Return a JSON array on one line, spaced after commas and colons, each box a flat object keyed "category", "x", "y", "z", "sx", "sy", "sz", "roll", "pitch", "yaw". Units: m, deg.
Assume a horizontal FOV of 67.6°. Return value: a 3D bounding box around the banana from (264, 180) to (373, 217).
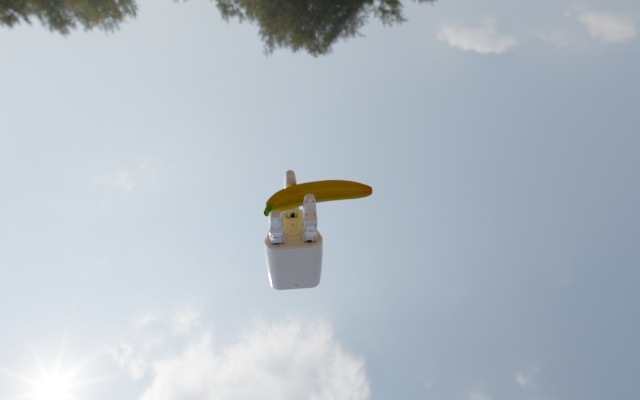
[{"category": "banana", "x": -0.011, "y": -0.006, "z": 0.807, "sx": 0.198, "sy": 0.037, "sz": 0.069, "roll": -13, "pitch": 36, "yaw": -21}]
